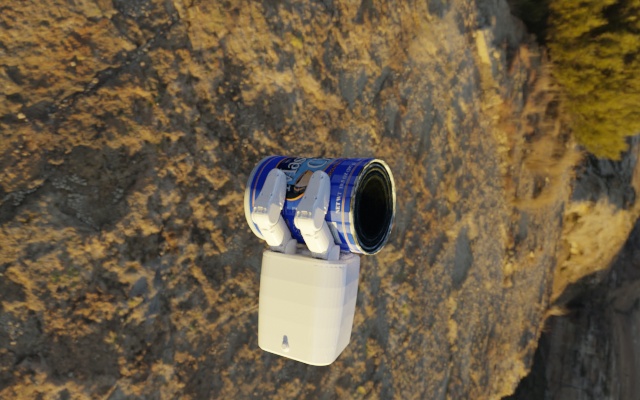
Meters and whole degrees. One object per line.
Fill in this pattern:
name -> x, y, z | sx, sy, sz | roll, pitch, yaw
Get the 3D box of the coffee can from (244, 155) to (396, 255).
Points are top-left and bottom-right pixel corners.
coffee can -> 0.000, 0.002, 0.541 | 0.140, 0.103, 0.103 | 5, 3, 33
